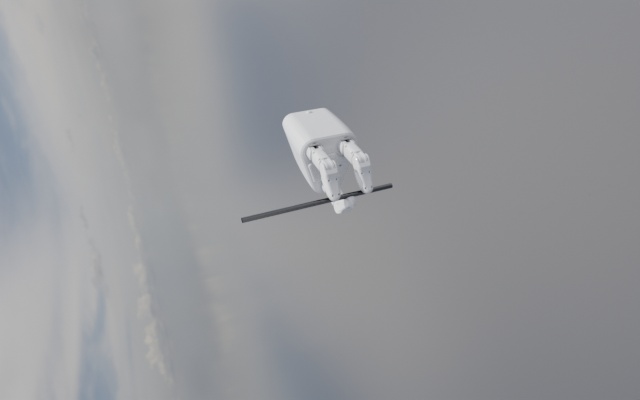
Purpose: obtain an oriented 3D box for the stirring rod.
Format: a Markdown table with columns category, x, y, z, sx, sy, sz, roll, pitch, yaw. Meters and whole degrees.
| category | x | y | z | sx | sy | sz | roll | pitch | yaw |
| --- | --- | --- | --- | --- | --- | --- | --- | --- | --- |
| stirring rod | 0.000 | 0.002 | 0.712 | 0.239 | 0.011 | 0.011 | -13 | 4 | -18 |
